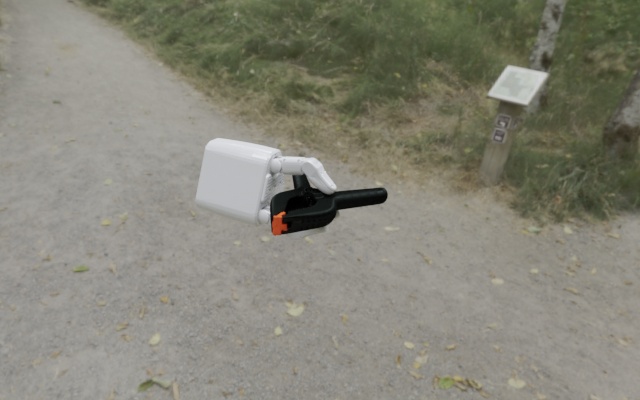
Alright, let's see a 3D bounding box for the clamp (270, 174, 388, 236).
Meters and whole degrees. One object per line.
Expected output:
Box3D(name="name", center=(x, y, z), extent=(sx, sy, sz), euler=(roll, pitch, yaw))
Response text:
Box3D(name="clamp", center=(0.000, 0.002, 0.690), extent=(0.164, 0.036, 0.210), euler=(12, 23, 17))
